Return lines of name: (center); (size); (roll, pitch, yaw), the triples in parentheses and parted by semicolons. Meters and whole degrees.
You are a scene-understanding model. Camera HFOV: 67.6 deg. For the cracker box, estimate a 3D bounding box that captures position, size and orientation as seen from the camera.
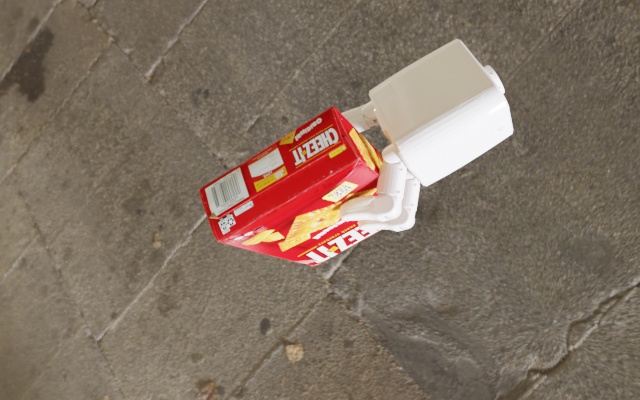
cracker box: (0.000, 0.002, 0.535); (0.164, 0.072, 0.214); (-30, -24, 16)
